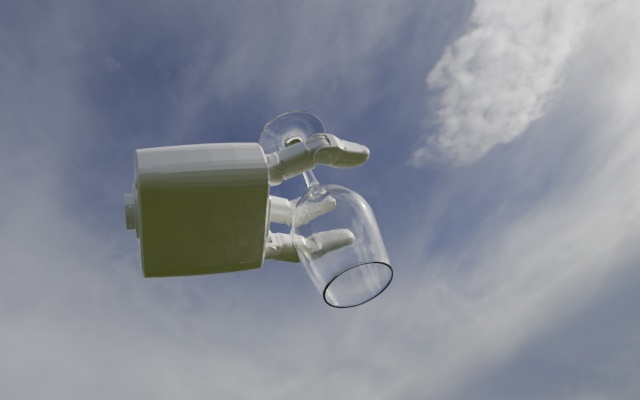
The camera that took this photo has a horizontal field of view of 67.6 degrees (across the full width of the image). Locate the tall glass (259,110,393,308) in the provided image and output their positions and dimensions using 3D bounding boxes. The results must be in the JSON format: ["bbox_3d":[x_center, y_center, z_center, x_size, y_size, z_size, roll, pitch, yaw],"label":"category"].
[{"bbox_3d":[0.000,0.001,0.453,0.079,0.079,0.201,0,43,-26],"label":"tall glass"}]
